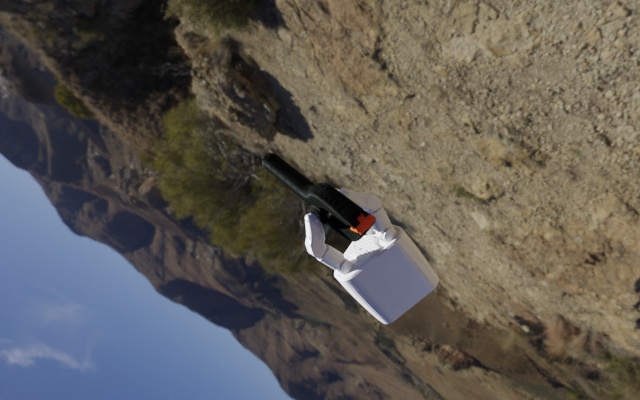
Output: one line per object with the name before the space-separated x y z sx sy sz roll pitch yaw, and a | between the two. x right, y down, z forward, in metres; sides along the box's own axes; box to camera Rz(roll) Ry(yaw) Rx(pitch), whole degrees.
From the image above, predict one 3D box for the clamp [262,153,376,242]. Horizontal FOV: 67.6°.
clamp | 0.000 0.003 0.647 0.036 0.164 0.210 -46 21 -12
